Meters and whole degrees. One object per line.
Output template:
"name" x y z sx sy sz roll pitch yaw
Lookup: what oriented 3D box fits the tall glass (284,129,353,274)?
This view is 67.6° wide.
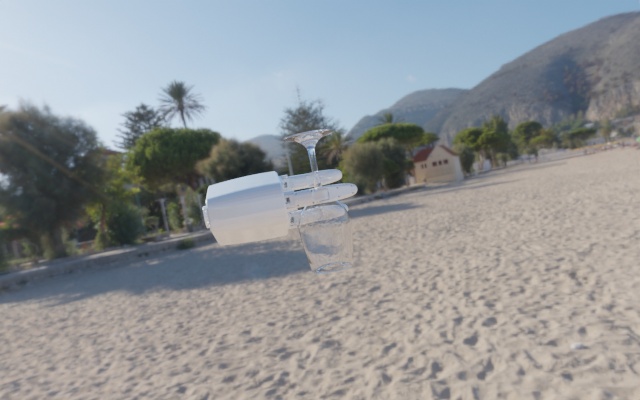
"tall glass" 0.000 0.002 0.700 0.079 0.201 0.079 -11 0 0
